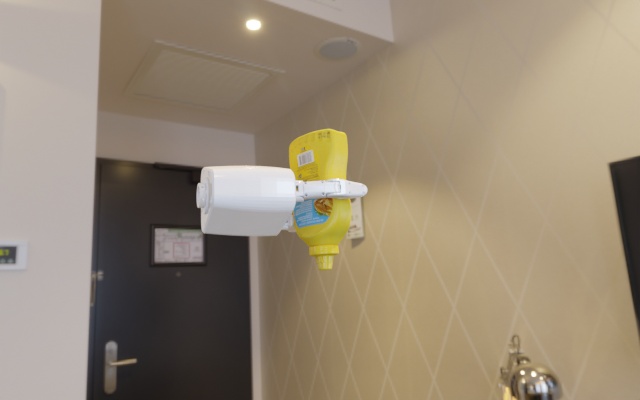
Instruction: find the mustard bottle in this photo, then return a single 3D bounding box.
[{"bbox_3d":[0.000,0.002,0.678,0.096,0.191,0.058,-14,-15,43],"label":"mustard bottle"}]
